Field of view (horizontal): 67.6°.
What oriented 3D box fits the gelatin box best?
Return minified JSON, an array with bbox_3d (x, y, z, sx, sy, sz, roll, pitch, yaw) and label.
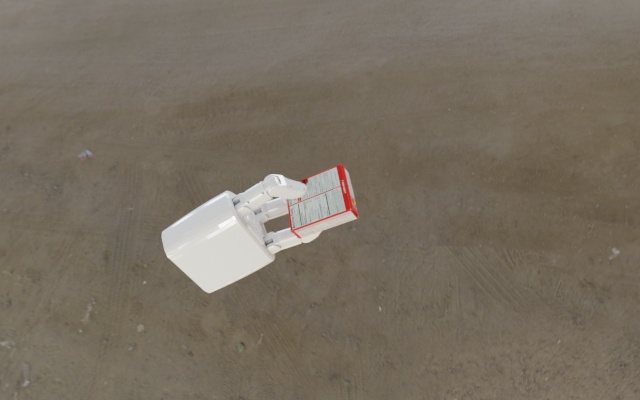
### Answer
[{"bbox_3d":[0.000,0.002,0.633,0.089,0.073,0.030,-21,-34,16],"label":"gelatin box"}]
